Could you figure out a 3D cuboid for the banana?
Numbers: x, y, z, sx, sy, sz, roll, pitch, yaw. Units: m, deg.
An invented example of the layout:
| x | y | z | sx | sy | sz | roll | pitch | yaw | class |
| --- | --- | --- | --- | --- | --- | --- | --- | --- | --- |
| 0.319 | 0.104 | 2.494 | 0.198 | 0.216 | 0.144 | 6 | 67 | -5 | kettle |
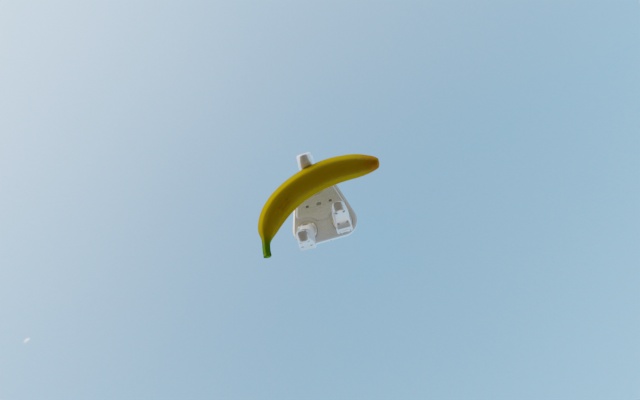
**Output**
| x | y | z | sx | sy | sz | roll | pitch | yaw | class |
| --- | --- | --- | --- | --- | --- | --- | --- | --- | --- |
| -0.014 | -0.010 | 0.637 | 0.198 | 0.069 | 0.037 | -40 | -12 | -3 | banana |
